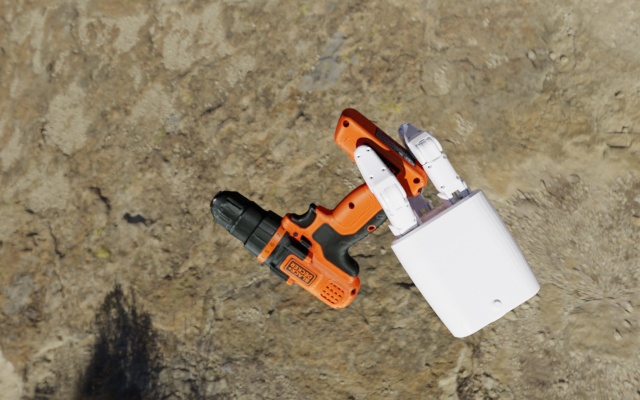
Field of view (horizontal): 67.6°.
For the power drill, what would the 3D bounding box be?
[{"bbox_3d":[0.001,0.001,0.488,0.184,0.188,0.057,36,24,-7],"label":"power drill"}]
